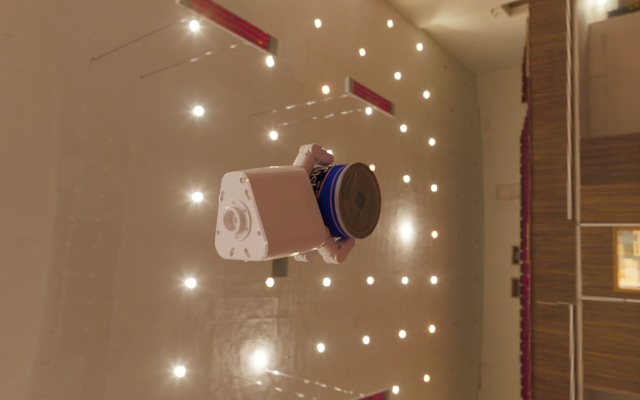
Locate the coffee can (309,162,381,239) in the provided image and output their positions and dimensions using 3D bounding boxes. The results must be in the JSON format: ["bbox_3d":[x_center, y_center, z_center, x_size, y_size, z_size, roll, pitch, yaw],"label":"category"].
[{"bbox_3d":[0.000,0.002,0.679,0.140,0.103,0.103,-2,-1,38],"label":"coffee can"}]
